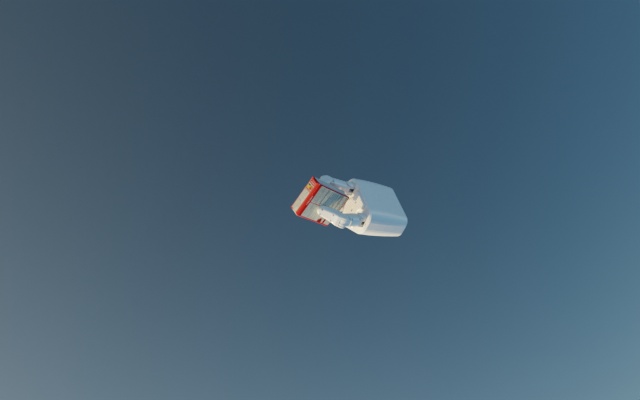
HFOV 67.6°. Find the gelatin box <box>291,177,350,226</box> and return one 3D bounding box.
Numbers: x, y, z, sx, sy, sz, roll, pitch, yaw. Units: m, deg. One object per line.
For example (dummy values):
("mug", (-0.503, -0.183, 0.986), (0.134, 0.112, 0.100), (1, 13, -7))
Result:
("gelatin box", (0.000, 0.003, 0.894), (0.089, 0.073, 0.030), (22, 20, -44))
